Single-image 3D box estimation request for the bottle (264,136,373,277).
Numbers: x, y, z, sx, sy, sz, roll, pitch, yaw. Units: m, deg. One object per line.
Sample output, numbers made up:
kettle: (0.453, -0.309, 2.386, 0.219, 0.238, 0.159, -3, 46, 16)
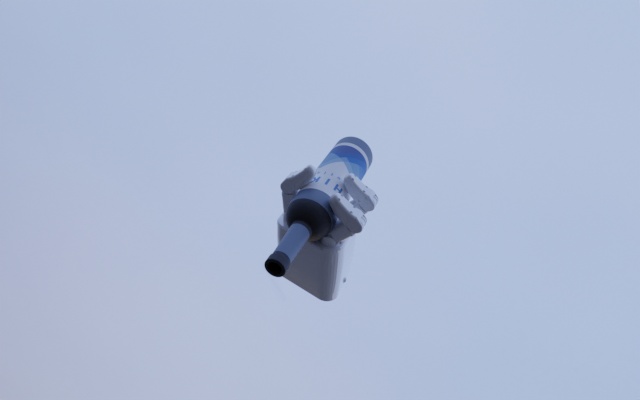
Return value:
bottle: (0.000, 0.002, 0.667, 0.069, 0.069, 0.295, 0, 32, 25)
